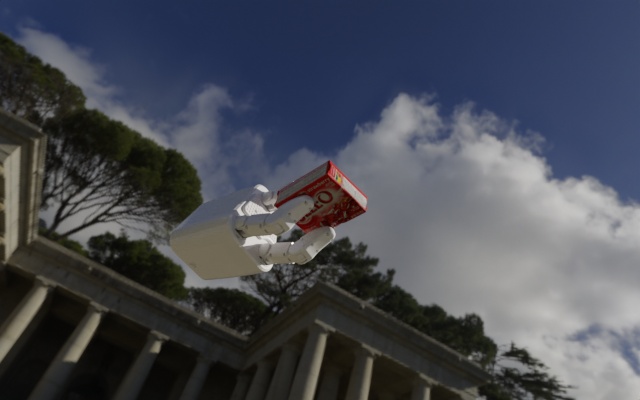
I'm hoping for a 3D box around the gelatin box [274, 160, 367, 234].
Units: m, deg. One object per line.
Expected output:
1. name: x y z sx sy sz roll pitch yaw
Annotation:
1. gelatin box: 0.000 0.001 0.579 0.089 0.030 0.073 -29 -58 30
